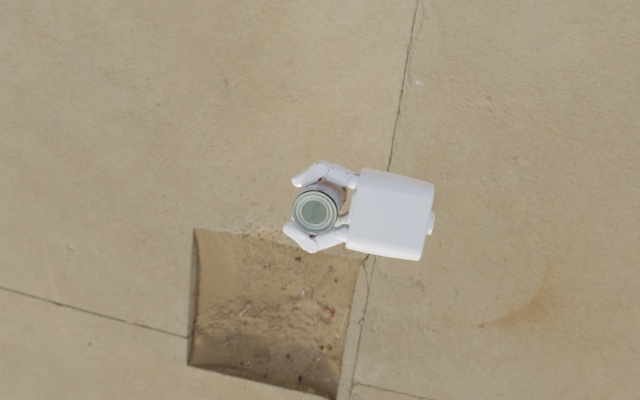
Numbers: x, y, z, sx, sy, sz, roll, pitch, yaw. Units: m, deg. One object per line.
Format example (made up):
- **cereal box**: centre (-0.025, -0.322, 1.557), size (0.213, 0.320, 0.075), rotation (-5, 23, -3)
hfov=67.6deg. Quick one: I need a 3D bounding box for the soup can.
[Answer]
- **soup can**: centre (0.000, 0.002, 0.712), size (0.068, 0.068, 0.102), rotation (0, 18, 10)
